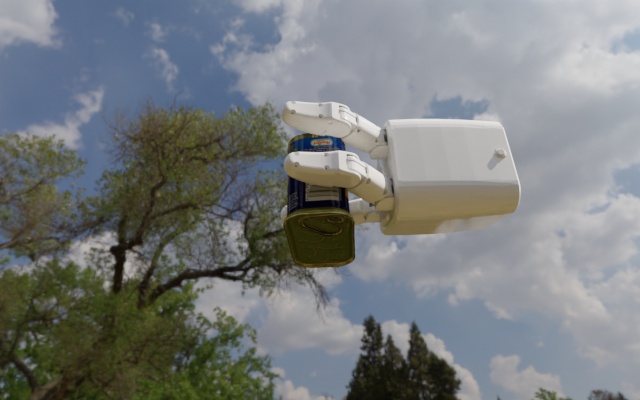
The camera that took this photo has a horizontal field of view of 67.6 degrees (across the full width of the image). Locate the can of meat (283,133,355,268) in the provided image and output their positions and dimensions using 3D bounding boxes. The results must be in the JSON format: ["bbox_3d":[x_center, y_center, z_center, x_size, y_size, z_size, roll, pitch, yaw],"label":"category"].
[{"bbox_3d":[0.000,0.001,0.429,0.057,0.084,0.102,-3,-32,3],"label":"can of meat"}]
